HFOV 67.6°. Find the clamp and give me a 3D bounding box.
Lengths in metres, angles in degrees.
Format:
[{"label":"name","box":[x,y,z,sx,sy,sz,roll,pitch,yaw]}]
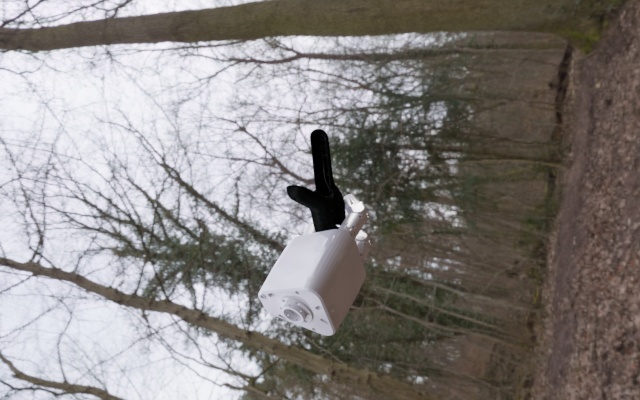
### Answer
[{"label":"clamp","box":[0.000,0.002,0.658,0.039,0.172,0.120,3,40,30]}]
